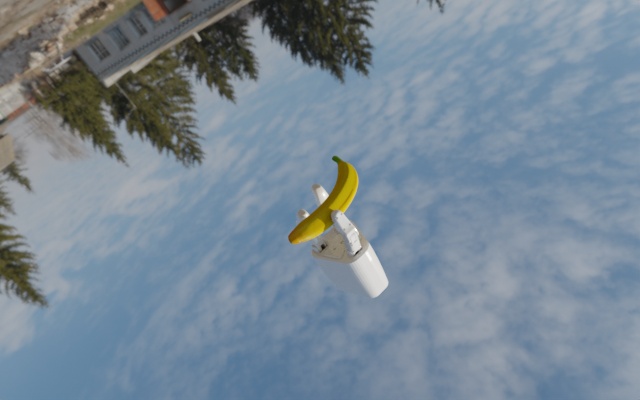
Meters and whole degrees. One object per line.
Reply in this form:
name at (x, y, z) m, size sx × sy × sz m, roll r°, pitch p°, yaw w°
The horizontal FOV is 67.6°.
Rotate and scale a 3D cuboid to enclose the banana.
banana at (0.017, 0.001, 0.798) m, size 0.069 × 0.197 × 0.037 m, roll 2°, pitch -43°, yaw 34°
